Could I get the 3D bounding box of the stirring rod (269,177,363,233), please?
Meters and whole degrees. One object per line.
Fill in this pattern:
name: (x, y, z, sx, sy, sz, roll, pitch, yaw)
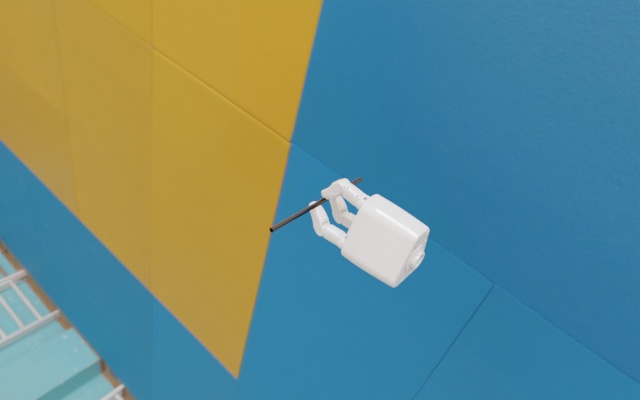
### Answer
stirring rod: (0.000, 0.003, 0.818, 0.011, 0.011, 0.239, 0, 21, 43)
